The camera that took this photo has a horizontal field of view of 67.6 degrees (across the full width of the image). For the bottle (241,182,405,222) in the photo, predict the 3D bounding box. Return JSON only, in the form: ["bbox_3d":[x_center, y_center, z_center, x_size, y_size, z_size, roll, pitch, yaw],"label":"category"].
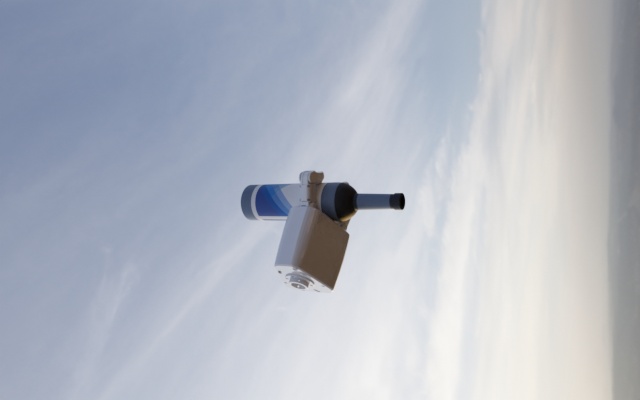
[{"bbox_3d":[0.000,0.003,0.817,0.296,0.069,0.069,0,0,29],"label":"bottle"}]
